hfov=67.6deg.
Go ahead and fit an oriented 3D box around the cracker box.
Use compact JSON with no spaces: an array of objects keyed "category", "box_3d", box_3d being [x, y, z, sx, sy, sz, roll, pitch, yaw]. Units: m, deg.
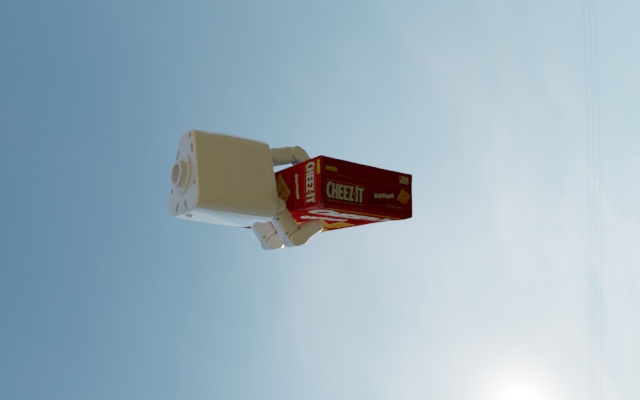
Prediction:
[{"category":"cracker box","box_3d":[0.000,0.002,0.693,0.164,0.072,0.214,8,-13,-37]}]
